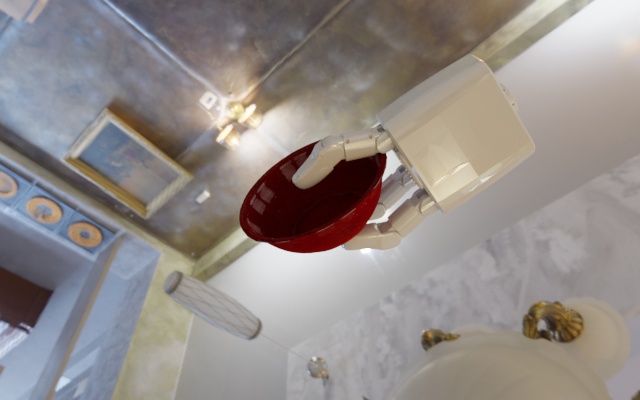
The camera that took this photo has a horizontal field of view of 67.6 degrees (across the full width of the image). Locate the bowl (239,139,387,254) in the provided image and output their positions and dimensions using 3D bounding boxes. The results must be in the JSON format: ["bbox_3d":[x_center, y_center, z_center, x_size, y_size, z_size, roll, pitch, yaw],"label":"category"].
[{"bbox_3d":[-0.001,0.002,0.487,0.162,0.055,0.162,-21,33,14],"label":"bowl"}]
